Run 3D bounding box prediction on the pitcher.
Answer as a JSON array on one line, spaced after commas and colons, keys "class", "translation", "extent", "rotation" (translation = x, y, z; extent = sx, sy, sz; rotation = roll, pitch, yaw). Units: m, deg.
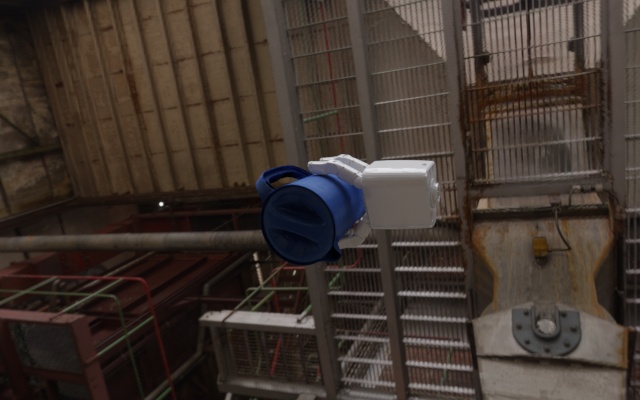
[{"class": "pitcher", "translation": [0.000, 0.003, 0.846], "extent": [0.145, 0.149, 0.242], "rotation": [-2, 14, 24]}]
